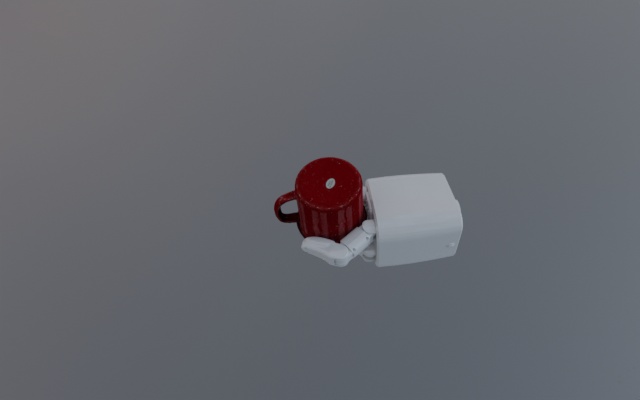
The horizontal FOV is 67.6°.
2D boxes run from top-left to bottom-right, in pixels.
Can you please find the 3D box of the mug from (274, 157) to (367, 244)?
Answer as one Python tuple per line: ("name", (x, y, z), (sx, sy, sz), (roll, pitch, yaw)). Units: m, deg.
("mug", (-0.001, 0.002, 0.594), (0.117, 0.093, 0.082), (-7, -35, 0))
